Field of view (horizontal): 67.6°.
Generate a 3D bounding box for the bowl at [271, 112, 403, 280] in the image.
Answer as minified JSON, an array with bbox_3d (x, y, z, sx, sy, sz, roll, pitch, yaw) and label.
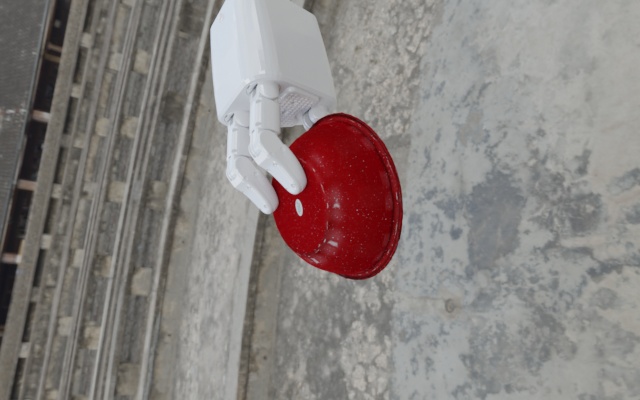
[{"bbox_3d":[0.000,0.003,0.443,0.055,0.162,0.162,-11,7,-36],"label":"bowl"}]
